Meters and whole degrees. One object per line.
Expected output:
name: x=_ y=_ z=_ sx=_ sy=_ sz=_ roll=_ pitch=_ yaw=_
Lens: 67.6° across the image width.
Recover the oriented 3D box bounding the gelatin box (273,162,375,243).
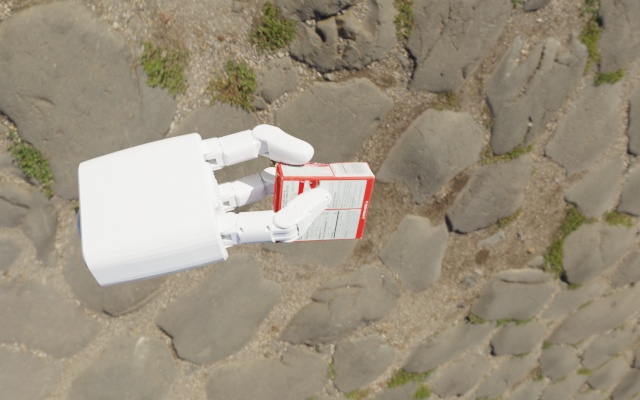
gelatin box: x=0.000 y=0.002 z=0.449 sx=0.089 sy=0.073 sz=0.030 roll=-1 pitch=35 yaw=-13
